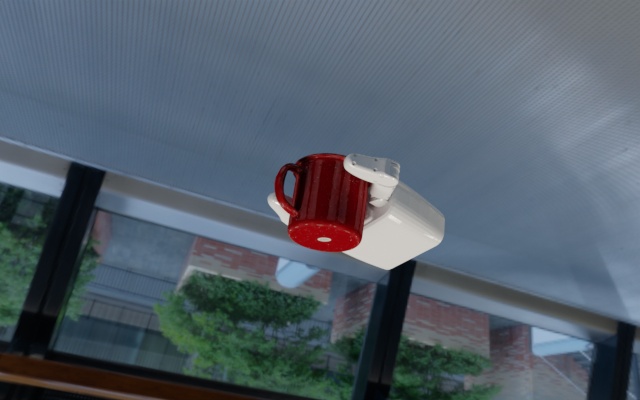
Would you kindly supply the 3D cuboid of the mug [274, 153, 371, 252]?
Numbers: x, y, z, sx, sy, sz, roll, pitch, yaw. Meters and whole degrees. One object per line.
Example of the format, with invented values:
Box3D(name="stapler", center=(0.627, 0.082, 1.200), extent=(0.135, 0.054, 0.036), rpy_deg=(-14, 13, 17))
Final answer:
Box3D(name="mug", center=(-0.001, 0.001, 0.521), extent=(0.117, 0.081, 0.093), rpy_deg=(27, -32, -33))
